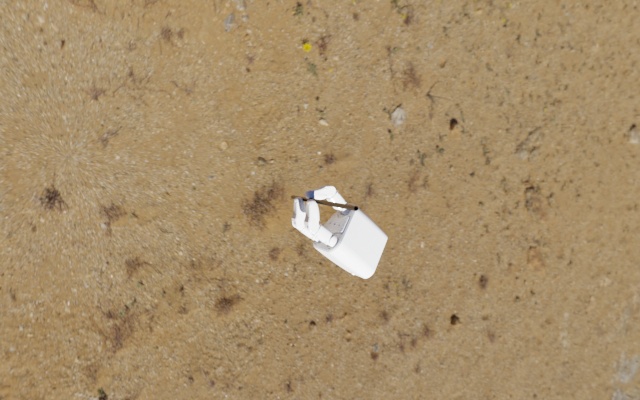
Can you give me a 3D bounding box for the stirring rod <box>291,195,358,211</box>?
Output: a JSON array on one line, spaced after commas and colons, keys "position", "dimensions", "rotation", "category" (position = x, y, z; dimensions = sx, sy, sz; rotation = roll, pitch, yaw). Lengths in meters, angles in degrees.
[{"position": [0.000, 0.003, 0.855], "dimensions": [0.011, 0.011, 0.239], "rotation": [0, 5, -28], "category": "stirring rod"}]
